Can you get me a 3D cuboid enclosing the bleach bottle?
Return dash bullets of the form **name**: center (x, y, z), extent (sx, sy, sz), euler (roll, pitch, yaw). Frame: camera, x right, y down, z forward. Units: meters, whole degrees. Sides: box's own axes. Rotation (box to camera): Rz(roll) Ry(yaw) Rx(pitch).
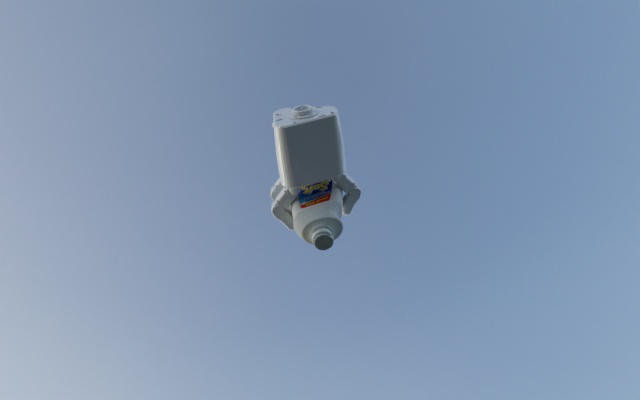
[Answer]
- **bleach bottle**: center (0.000, 0.003, 0.816), extent (0.102, 0.068, 0.250), euler (-7, 29, -3)
